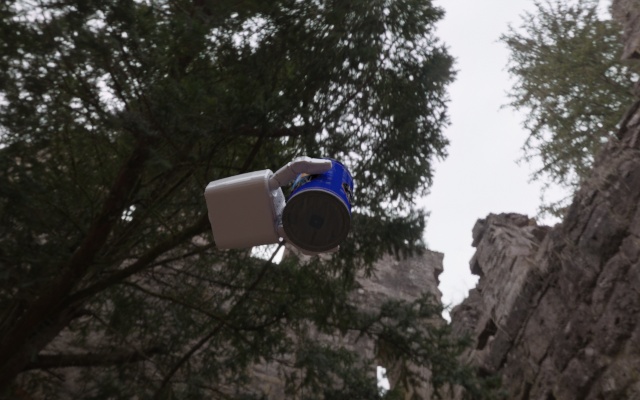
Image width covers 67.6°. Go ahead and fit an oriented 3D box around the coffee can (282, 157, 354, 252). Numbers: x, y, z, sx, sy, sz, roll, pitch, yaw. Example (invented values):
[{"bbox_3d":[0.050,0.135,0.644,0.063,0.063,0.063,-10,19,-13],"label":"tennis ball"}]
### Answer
[{"bbox_3d":[0.000,0.002,0.763,0.103,0.103,0.140,0,25,6],"label":"coffee can"}]
